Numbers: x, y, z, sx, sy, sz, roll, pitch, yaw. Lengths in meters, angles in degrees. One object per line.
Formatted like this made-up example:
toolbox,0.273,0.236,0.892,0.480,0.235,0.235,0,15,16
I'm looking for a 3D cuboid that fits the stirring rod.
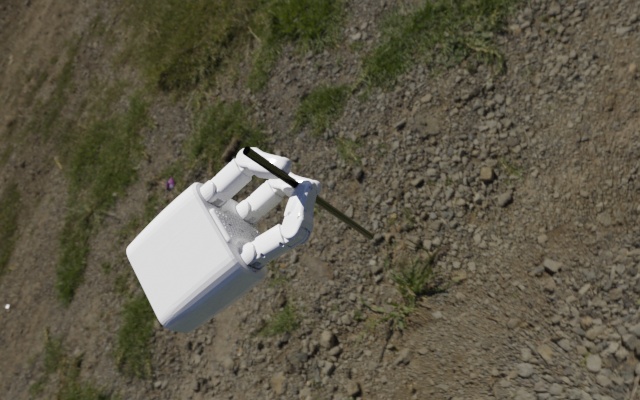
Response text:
stirring rod,0.000,0.002,0.488,0.011,0.011,0.240,0,-21,33
